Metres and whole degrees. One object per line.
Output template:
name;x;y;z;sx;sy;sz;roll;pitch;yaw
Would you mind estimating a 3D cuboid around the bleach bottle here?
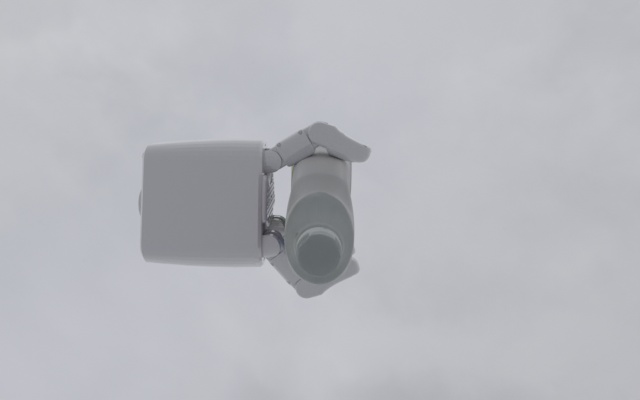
bleach bottle;0.000;0.001;0.427;0.068;0.102;0.250;0;12;0
